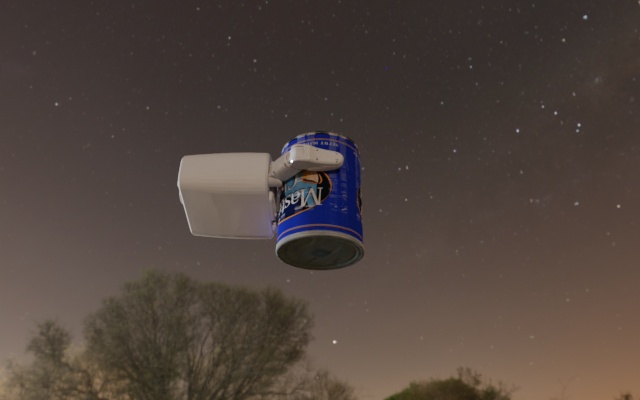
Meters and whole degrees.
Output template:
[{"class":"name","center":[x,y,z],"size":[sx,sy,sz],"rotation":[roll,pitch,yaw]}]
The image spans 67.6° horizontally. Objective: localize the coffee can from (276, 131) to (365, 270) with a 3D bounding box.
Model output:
[{"class":"coffee can","center":[0.000,0.002,0.586],"size":[0.103,0.140,0.103],"rotation":[0,-29,0]}]
